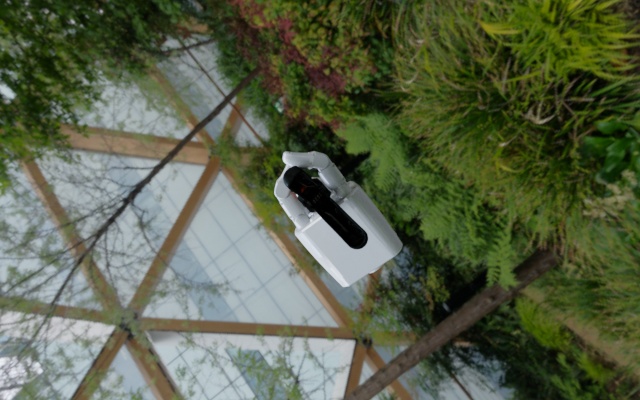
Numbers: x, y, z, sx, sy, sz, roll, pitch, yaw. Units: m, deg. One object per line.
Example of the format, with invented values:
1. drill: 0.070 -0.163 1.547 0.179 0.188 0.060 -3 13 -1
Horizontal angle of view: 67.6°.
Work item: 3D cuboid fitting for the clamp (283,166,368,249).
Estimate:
1. clamp: 0.000 0.002 0.577 0.039 0.120 0.171 -40 9 2
